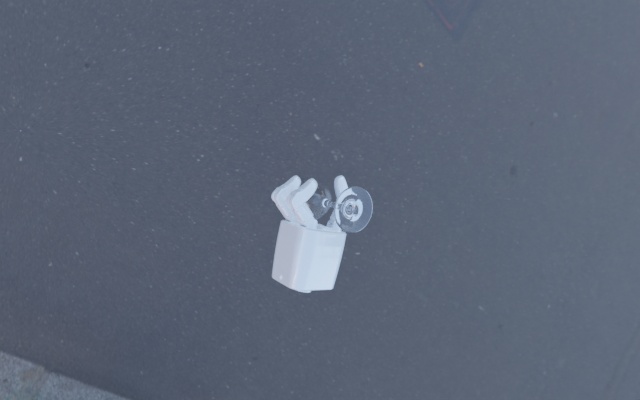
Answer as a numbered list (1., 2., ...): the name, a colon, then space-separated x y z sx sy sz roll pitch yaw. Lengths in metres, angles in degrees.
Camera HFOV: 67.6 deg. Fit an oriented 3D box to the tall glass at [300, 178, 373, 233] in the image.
1. tall glass: 0.001 0.003 0.832 0.079 0.079 0.201 0 7 -32
